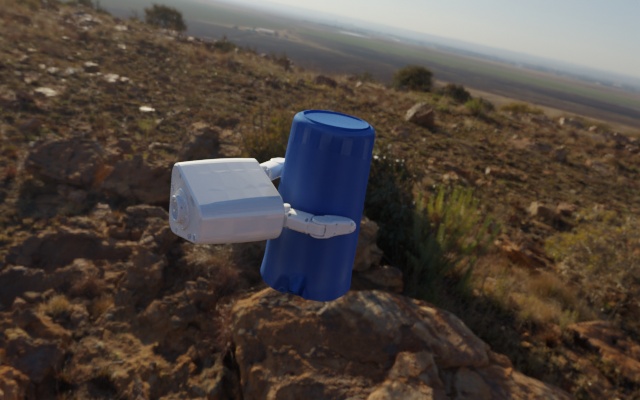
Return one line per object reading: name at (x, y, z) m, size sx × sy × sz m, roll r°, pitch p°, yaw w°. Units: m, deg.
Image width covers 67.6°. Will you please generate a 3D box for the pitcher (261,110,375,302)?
pitcher at (0.000, 0.002, 0.665) m, size 0.145 × 0.243 × 0.149 m, roll -4°, pitch 26°, yaw -33°
